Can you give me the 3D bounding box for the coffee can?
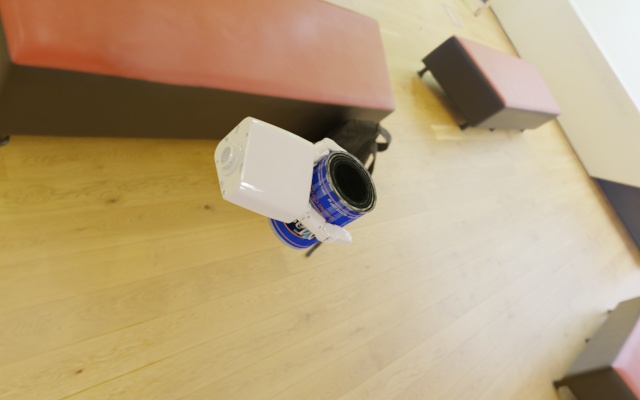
[{"bbox_3d":[0.000,0.003,0.726,0.103,0.102,0.140,0,-26,-47],"label":"coffee can"}]
